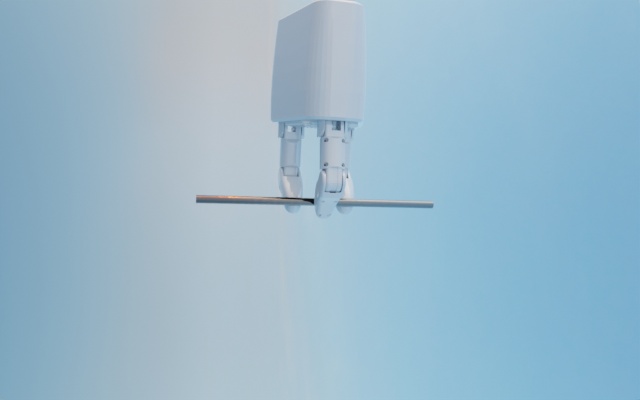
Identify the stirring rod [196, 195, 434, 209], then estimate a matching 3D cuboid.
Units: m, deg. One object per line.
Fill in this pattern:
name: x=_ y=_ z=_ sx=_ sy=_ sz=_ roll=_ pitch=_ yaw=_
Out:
stirring rod: x=0.000 y=0.002 z=0.476 sx=0.239 sy=0.011 sz=0.011 roll=1 pitch=0 yaw=-13
